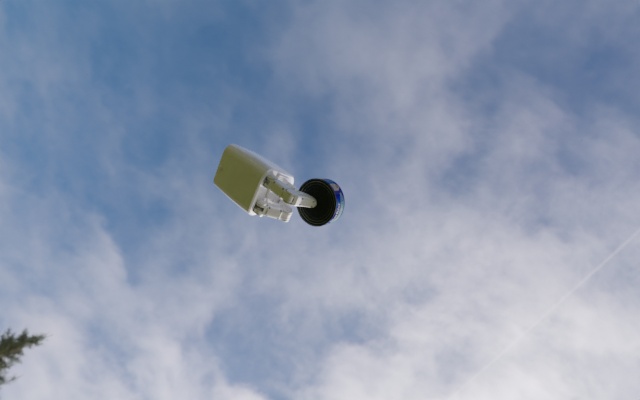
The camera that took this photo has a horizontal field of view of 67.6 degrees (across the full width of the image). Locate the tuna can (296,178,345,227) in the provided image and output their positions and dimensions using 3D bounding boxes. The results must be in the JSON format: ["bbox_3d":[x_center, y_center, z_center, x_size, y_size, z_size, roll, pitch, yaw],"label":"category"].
[{"bbox_3d":[0.000,0.003,0.858,0.086,0.086,0.034,0,3,33],"label":"tuna can"}]
